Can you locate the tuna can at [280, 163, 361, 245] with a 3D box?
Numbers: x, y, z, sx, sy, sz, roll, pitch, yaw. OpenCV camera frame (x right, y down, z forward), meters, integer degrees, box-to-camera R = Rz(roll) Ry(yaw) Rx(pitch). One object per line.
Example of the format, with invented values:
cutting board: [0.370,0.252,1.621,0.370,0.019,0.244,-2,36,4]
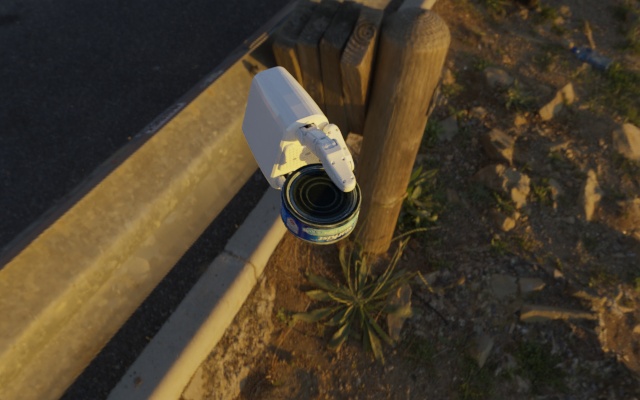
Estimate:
tuna can: [0.000,0.001,0.508,0.086,0.086,0.034,0,-35,-6]
